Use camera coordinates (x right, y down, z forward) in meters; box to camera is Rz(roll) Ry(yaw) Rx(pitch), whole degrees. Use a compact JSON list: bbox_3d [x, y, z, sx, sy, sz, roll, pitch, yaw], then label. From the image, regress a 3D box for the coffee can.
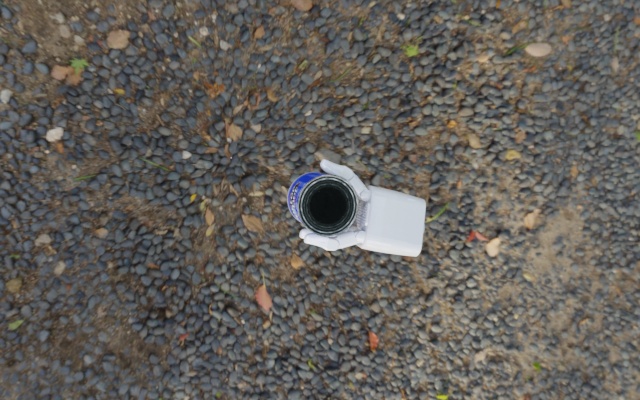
[{"bbox_3d":[0.000,0.003,0.844,0.103,0.103,0.140,0,5,-11],"label":"coffee can"}]
